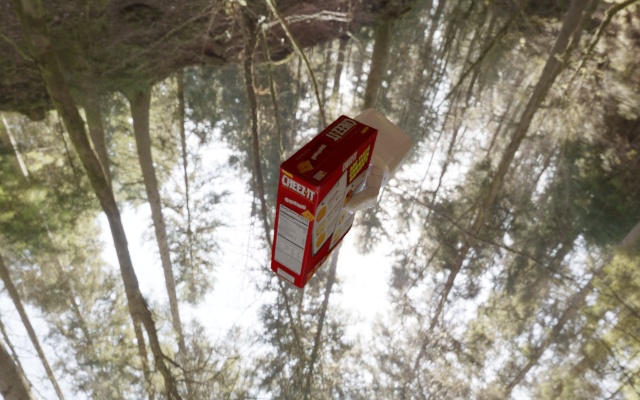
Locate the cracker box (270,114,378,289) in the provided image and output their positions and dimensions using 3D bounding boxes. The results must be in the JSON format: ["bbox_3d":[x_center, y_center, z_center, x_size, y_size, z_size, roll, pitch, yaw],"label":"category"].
[{"bbox_3d":[0.000,0.003,0.715,0.072,0.214,0.164,28,46,18],"label":"cracker box"}]
